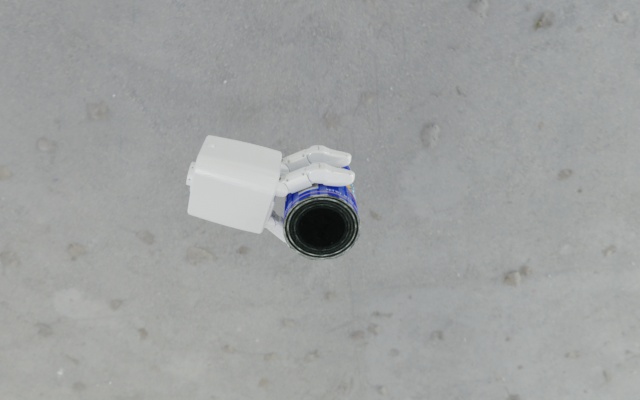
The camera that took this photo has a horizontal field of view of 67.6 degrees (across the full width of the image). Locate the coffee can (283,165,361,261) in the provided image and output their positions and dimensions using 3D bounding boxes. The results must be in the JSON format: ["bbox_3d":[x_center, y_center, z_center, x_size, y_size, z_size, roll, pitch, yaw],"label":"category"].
[{"bbox_3d":[0.000,0.002,0.679,0.103,0.103,0.140,0,30,-2],"label":"coffee can"}]
